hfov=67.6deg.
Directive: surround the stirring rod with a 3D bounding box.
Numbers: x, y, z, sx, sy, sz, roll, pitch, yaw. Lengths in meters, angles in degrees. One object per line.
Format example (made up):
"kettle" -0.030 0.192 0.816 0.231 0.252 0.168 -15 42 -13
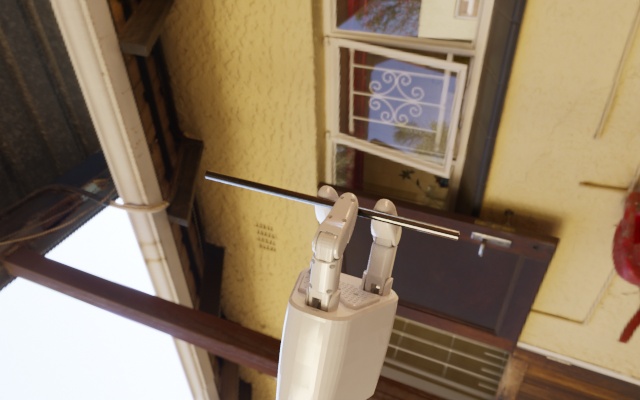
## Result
"stirring rod" 0.000 0.001 0.420 0.239 0.011 0.011 14 5 20
